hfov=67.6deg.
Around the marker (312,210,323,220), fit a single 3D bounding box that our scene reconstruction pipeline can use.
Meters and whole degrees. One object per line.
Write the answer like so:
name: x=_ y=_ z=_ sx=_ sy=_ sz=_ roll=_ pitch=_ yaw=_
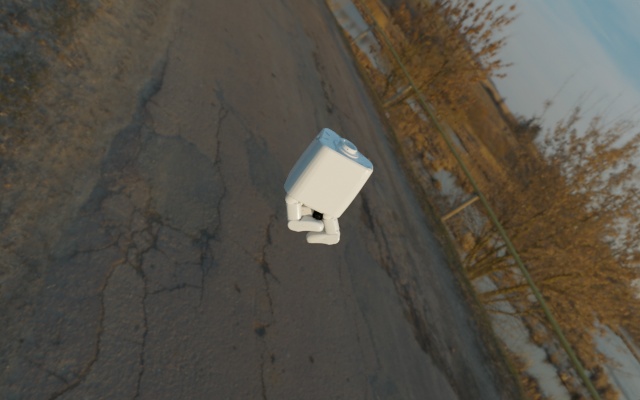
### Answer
marker: x=0.000 y=0.003 z=0.854 sx=0.020 sy=0.020 sz=0.121 roll=0 pitch=25 yaw=6
